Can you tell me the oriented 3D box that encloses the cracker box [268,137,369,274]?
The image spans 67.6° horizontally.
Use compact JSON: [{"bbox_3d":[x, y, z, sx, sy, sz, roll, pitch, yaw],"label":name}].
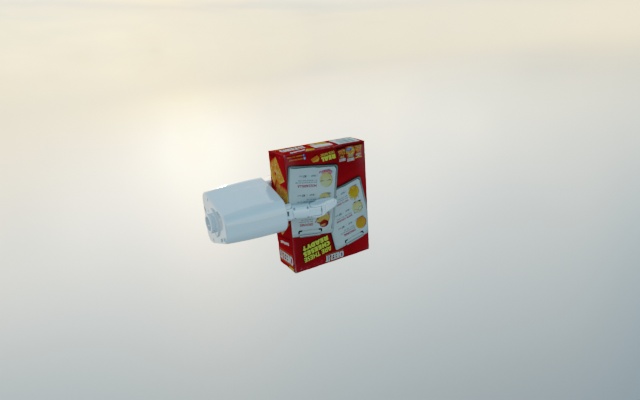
[{"bbox_3d":[0.000,0.003,0.864,0.164,0.214,0.072,-15,21,-28],"label":"cracker box"}]
